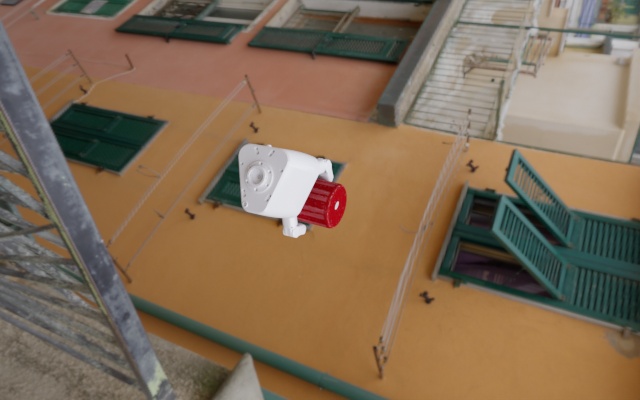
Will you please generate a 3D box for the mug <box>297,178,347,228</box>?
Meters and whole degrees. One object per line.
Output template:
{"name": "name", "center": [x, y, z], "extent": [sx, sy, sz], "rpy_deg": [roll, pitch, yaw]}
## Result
{"name": "mug", "center": [0.001, 0.003, 0.868], "extent": [0.081, 0.093, 0.117], "rpy_deg": [14, 5, 25]}
